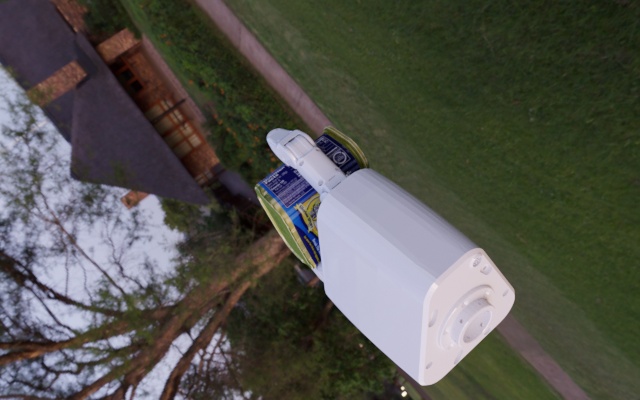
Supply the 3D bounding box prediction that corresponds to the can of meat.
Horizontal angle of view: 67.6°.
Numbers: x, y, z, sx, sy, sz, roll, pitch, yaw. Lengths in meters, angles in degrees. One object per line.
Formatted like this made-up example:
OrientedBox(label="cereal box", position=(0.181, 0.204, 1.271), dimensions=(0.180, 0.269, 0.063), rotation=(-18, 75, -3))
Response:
OrientedBox(label="can of meat", position=(0.000, 0.001, 0.416), dimensions=(0.084, 0.102, 0.057), rotation=(-39, 49, -13))
